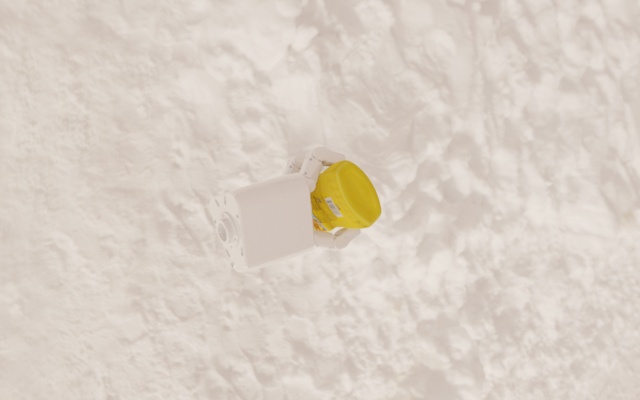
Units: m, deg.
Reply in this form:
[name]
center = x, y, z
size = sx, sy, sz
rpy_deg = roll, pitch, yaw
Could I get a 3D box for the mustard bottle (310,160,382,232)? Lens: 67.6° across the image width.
[mustard bottle]
center = 0.001, 0.002, 0.714
size = 0.058, 0.096, 0.191
rpy_deg = -44, 18, -31
